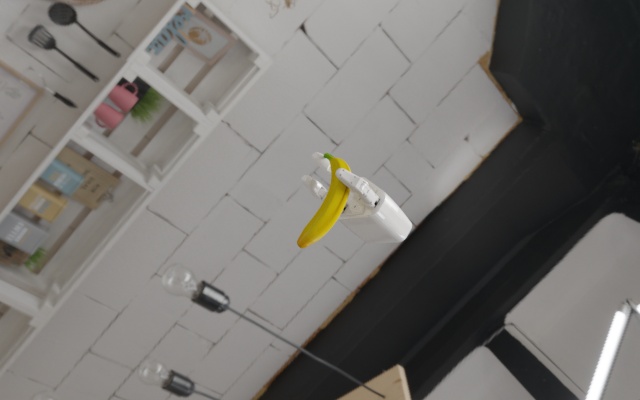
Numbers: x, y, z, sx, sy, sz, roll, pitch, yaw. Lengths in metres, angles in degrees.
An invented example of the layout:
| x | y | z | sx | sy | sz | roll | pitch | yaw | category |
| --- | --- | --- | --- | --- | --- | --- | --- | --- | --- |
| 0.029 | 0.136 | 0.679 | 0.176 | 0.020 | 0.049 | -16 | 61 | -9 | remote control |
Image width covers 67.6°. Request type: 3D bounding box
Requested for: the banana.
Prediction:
| x | y | z | sx | sy | sz | roll | pitch | yaw | category |
| --- | --- | --- | --- | --- | --- | --- | --- | --- | --- |
| 0.016 | -0.002 | 0.847 | 0.069 | 0.197 | 0.037 | -6 | -36 | 38 | banana |
